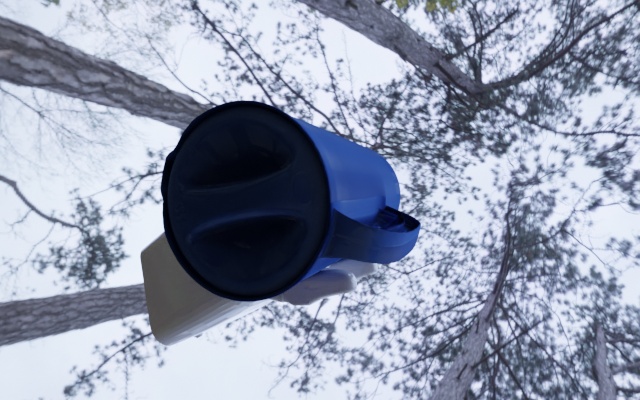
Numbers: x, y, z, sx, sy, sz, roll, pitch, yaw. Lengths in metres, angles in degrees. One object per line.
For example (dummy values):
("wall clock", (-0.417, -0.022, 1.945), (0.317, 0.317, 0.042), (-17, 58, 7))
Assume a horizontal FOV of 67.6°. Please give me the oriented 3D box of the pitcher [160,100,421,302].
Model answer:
("pitcher", (0.000, 0.001, 0.416), (0.145, 0.149, 0.243), (-32, -11, 22))
